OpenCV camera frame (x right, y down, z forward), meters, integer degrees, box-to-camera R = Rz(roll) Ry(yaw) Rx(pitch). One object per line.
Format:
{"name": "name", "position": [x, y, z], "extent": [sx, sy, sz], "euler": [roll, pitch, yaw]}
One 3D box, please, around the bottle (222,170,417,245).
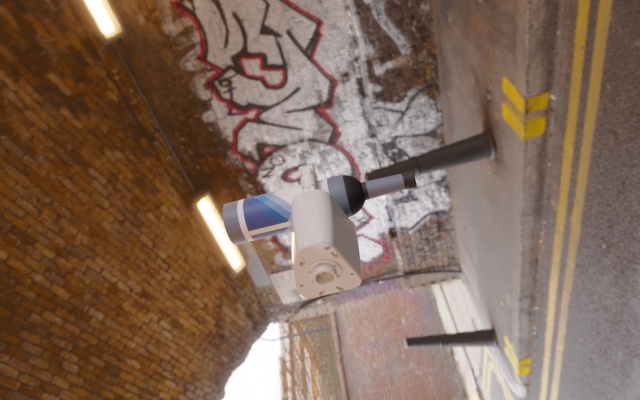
{"name": "bottle", "position": [0.000, 0.002, 0.736], "extent": [0.296, 0.069, 0.069], "euler": [-14, -2, 6]}
